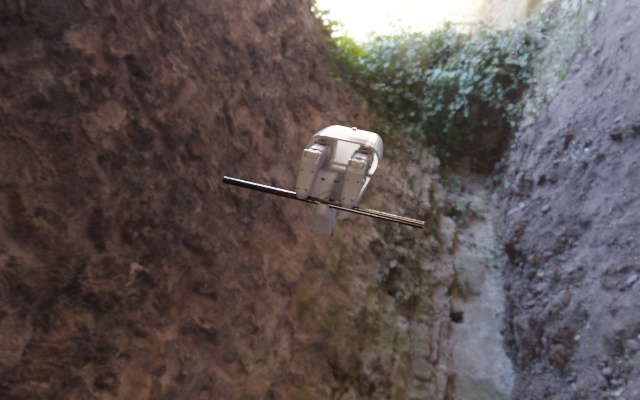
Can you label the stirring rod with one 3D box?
[{"bbox_3d":[0.000,0.002,0.556,0.239,0.011,0.011,13,2,8],"label":"stirring rod"}]
